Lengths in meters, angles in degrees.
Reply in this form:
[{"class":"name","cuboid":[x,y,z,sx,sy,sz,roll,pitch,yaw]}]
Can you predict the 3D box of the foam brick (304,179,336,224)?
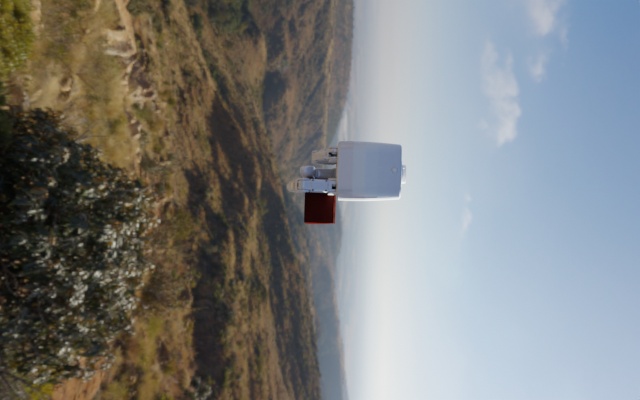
[{"class":"foam brick","cuboid":[0.000,0.003,0.832,0.051,0.078,0.053,2,-3,4]}]
